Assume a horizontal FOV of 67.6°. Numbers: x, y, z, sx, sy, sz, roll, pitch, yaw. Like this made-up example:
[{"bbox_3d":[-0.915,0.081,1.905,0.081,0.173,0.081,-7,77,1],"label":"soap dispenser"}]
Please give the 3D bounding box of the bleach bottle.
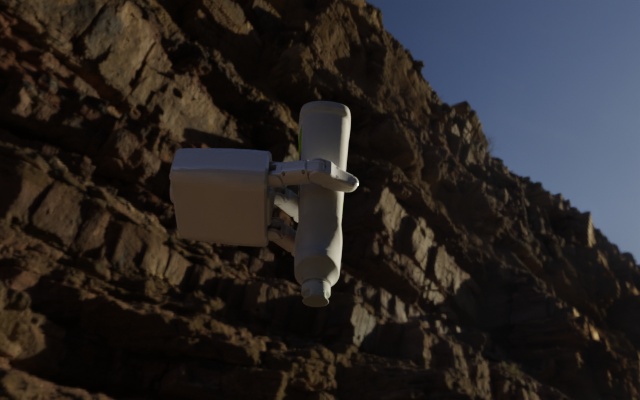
[{"bbox_3d":[0.000,0.002,0.574,0.068,0.250,0.103,3,-37,-1],"label":"bleach bottle"}]
